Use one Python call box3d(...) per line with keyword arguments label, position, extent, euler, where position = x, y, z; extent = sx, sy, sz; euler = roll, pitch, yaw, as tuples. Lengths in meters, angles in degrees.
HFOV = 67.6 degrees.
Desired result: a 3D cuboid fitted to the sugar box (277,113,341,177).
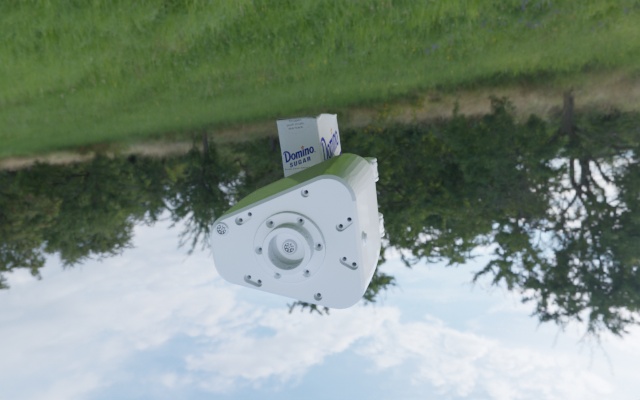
box3d(label="sugar box", position=(0.001, 0.002, 0.485), extent=(0.048, 0.176, 0.093), euler=(-3, 11, 14))
